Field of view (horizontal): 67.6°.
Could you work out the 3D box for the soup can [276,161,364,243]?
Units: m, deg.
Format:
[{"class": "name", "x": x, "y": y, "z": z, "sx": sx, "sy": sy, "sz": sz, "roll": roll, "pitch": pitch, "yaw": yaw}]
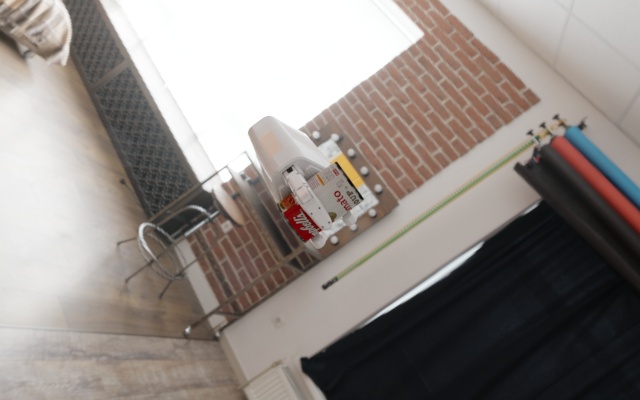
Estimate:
[{"class": "soup can", "x": 0.001, "y": 0.002, "z": 0.654, "sx": 0.102, "sy": 0.068, "sz": 0.068, "roll": -36, "pitch": -3, "yaw": 4}]
